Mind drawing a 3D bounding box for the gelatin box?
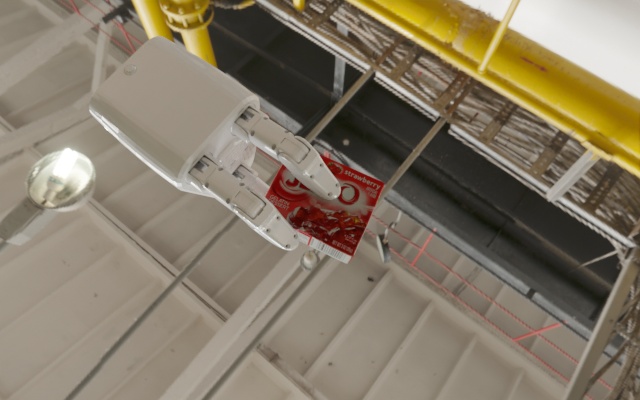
[{"bbox_3d":[0.000,0.002,0.410,0.089,0.073,0.030,25,-21,3],"label":"gelatin box"}]
